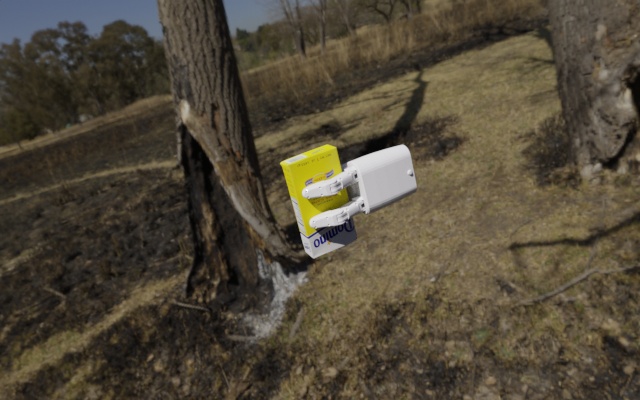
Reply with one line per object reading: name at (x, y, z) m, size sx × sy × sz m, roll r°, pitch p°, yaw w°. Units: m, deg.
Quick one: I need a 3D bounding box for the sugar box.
sugar box at (0.000, 0.003, 0.823) m, size 0.093 × 0.176 × 0.048 m, roll -22°, pitch 19°, yaw -18°
